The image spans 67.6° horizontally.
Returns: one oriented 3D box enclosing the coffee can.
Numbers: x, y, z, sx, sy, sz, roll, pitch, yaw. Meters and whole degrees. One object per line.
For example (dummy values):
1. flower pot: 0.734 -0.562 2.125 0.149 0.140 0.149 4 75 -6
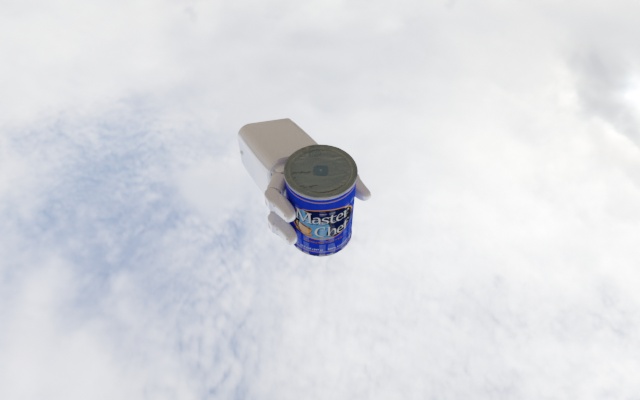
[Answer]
1. coffee can: 0.000 0.002 0.710 0.103 0.102 0.140 0 -41 0
